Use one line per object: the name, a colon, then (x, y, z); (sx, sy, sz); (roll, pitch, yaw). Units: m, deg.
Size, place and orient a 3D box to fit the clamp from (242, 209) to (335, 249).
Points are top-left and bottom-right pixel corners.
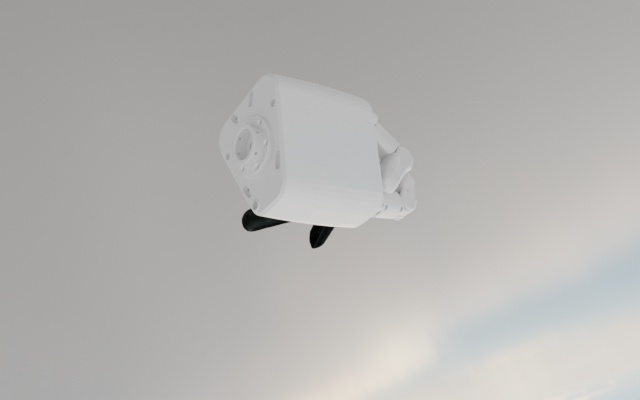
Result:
clamp: (0.000, 0.002, 0.508); (0.120, 0.039, 0.171); (7, -36, -41)
